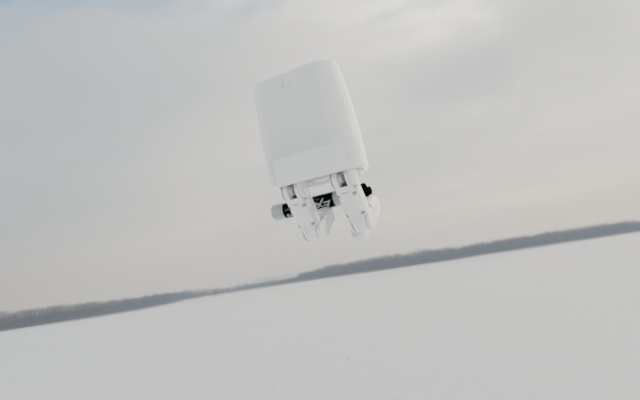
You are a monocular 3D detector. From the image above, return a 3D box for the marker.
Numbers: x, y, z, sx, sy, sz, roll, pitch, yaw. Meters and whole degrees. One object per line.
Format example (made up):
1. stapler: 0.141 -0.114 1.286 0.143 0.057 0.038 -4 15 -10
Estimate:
1. marker: 0.000 0.002 0.532 0.121 0.020 0.020 -13 -6 25
